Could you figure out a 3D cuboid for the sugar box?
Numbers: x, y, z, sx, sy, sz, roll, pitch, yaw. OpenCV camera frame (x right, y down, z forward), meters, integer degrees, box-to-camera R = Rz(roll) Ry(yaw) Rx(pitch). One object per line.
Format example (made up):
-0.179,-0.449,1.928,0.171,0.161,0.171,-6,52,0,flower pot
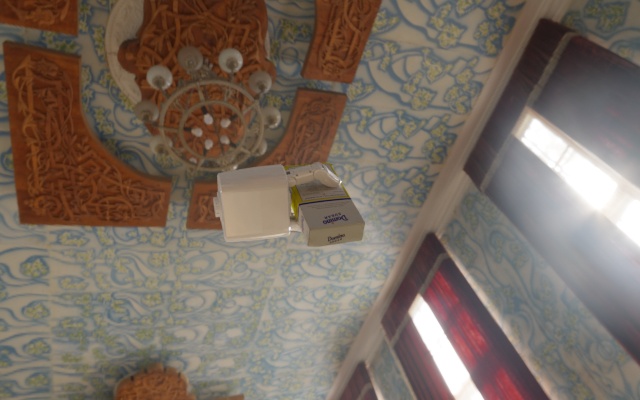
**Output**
0.000,0.003,0.798,0.093,0.048,0.176,-6,40,-16,sugar box
